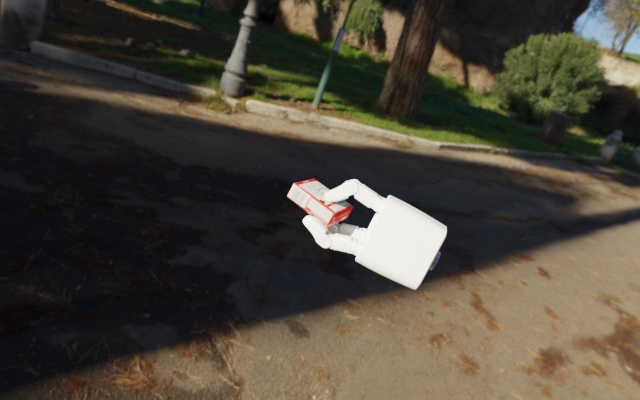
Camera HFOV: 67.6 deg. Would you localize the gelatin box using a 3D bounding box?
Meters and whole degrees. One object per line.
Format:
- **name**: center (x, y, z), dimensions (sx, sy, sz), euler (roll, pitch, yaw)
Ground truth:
- **gelatin box**: center (0.000, 0.002, 0.786), dimensions (0.089, 0.030, 0.073), euler (36, 22, 16)
